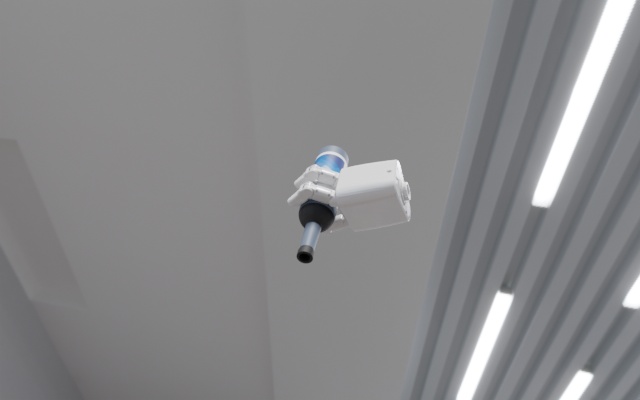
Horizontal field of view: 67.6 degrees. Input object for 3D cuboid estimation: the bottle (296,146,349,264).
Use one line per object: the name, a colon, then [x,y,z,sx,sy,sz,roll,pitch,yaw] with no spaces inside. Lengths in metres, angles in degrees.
bottle: [0.000,0.003,0.882,0.069,0.069,0.295,0,38,13]
